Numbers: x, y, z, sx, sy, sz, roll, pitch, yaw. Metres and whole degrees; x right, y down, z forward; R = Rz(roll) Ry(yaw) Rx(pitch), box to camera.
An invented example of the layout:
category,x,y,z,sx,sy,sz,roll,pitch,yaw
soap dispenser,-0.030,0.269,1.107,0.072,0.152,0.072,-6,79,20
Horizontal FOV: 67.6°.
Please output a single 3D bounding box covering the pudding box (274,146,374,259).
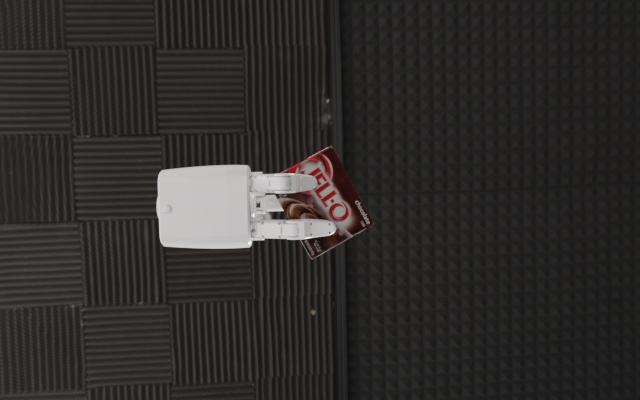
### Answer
category,x,y,z,sx,sy,sz,roll,pitch,yaw
pudding box,0.000,0.002,0.595,0.090,0.113,0.039,-29,5,-3
